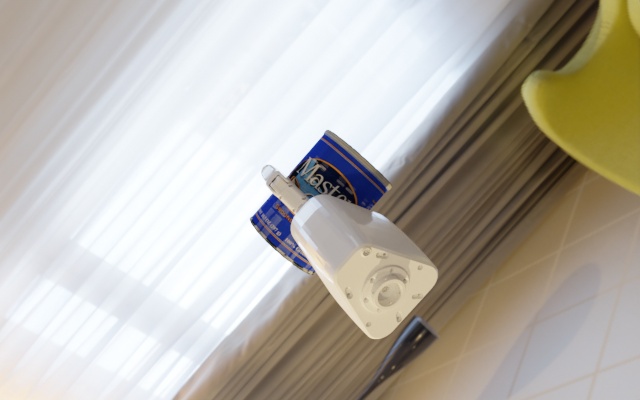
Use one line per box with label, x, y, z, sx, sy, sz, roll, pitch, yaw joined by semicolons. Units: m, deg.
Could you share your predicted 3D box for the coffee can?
coffee can;0.000;0.002;0.567;0.103;0.140;0.103;41;3;-3
